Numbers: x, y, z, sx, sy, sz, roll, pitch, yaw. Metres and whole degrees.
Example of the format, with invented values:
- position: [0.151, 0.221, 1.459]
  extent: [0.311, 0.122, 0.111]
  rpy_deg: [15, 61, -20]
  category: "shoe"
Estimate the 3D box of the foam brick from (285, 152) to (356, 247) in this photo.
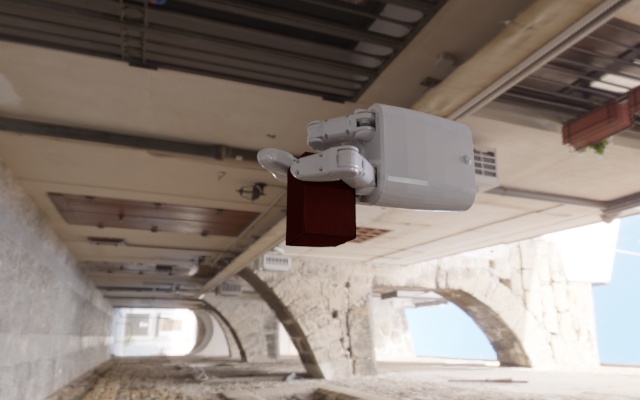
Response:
- position: [0.000, 0.002, 0.443]
  extent: [0.051, 0.078, 0.053]
  rpy_deg: [7, -17, -21]
  category: "foam brick"
